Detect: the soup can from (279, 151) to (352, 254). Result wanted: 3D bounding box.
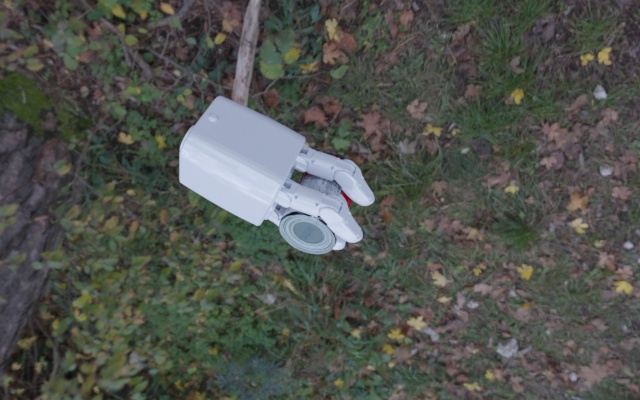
[{"bbox_3d":[0.000,0.002,0.549,0.068,0.102,0.069,13,-41,12],"label":"soup can"}]
